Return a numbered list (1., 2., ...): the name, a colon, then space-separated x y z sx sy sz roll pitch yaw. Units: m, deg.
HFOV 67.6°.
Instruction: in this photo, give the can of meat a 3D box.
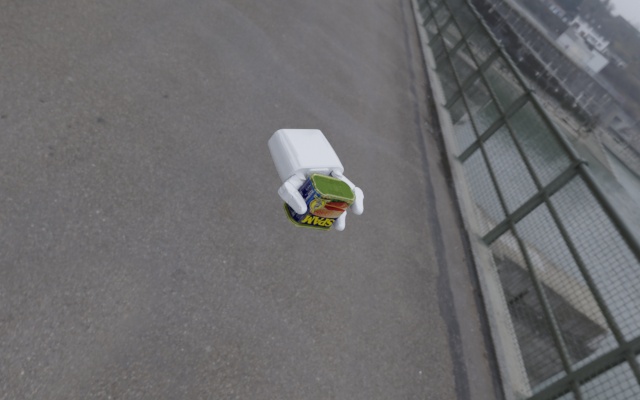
1. can of meat: 0.000 0.003 0.841 0.102 0.057 0.084 11 -48 -41
